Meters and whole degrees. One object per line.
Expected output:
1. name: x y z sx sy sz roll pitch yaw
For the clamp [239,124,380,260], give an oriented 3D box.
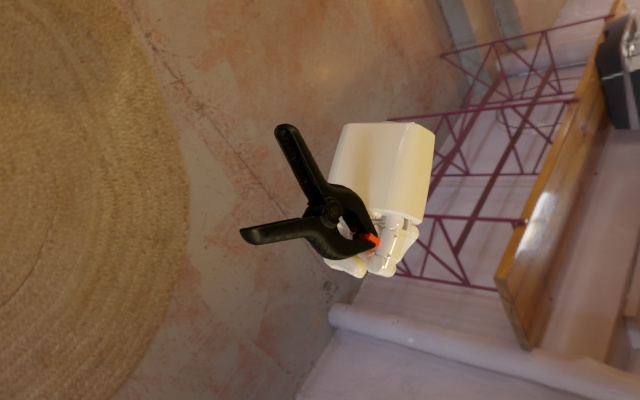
1. clamp: 0.001 0.002 0.482 0.039 0.120 0.171 4 -13 45
